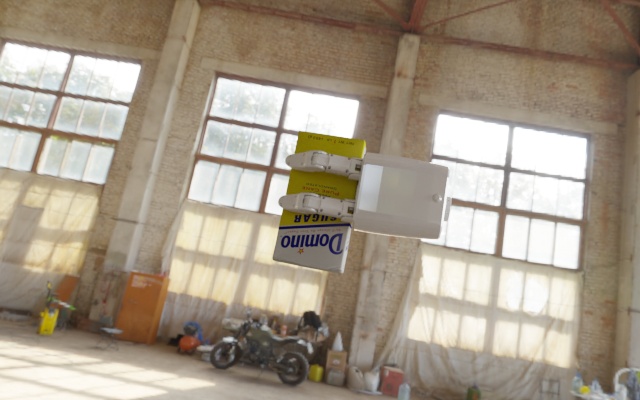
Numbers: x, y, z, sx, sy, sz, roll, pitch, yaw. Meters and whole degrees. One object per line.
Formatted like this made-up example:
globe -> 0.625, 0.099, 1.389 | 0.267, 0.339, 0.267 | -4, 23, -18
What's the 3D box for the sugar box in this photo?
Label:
sugar box -> 0.000, 0.002, 0.632 | 0.093, 0.176, 0.048 | 9, -12, 9
